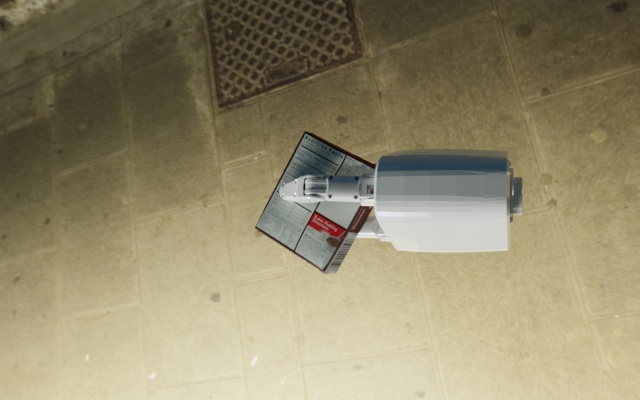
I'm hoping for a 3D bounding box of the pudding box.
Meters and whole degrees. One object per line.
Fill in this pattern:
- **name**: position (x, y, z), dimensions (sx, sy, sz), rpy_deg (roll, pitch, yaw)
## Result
- **pudding box**: position (0.000, 0.002, 0.467), dimensions (0.090, 0.113, 0.039), rpy_deg (31, 4, 22)
